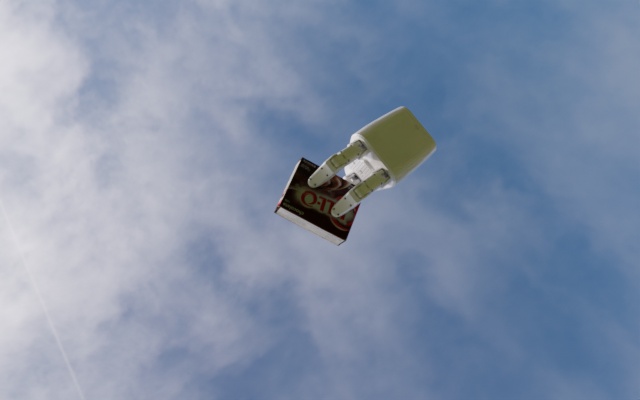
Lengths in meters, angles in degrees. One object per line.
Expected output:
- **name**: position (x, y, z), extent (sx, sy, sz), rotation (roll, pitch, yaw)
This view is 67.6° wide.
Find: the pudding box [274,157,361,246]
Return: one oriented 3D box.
- **pudding box**: position (0.000, 0.002, 0.711), extent (0.113, 0.090, 0.039), rotation (27, -28, -7)
